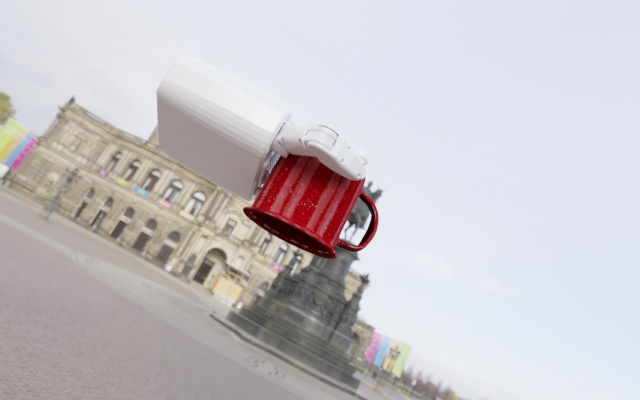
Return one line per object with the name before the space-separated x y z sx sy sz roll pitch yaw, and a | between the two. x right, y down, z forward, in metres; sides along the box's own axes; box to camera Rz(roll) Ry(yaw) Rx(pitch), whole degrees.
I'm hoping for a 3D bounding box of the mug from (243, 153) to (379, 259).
mug | 0.001 0.002 0.435 0.117 0.081 0.093 28 -15 -3
